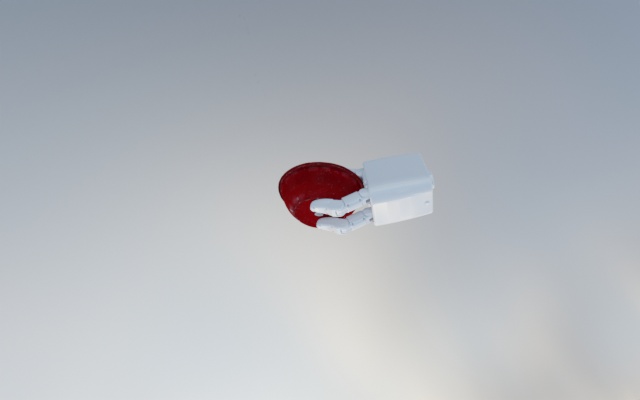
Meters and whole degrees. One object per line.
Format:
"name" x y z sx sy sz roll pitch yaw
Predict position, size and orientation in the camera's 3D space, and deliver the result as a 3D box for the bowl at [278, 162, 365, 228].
"bowl" -0.001 0.003 0.867 0.162 0.055 0.162 3 -37 2
